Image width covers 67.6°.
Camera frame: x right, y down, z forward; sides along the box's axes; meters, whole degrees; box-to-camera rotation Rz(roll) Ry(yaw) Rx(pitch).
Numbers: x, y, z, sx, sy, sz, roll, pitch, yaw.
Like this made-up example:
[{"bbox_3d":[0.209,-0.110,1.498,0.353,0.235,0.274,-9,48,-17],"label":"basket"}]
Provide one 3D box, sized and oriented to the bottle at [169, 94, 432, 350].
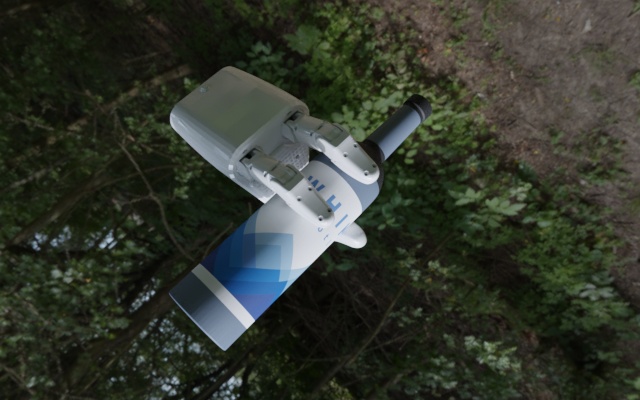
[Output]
[{"bbox_3d":[0.000,0.002,0.433,0.295,0.069,0.069,-44,16,-18],"label":"bottle"}]
